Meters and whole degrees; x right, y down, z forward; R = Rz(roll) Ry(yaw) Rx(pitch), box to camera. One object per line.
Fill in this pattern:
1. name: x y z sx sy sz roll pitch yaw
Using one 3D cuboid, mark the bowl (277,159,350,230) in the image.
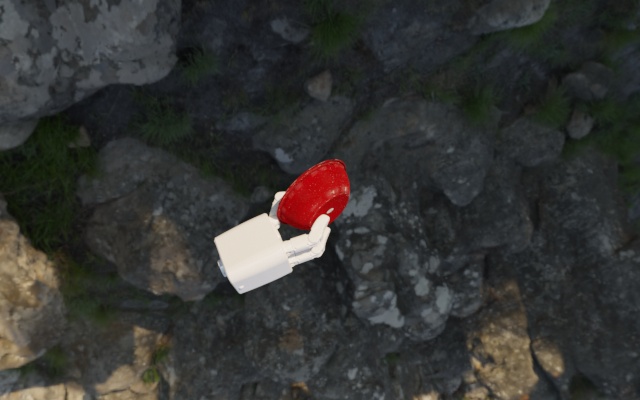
1. bowl: 0.001 0.002 0.874 0.055 0.162 0.162 47 23 24
